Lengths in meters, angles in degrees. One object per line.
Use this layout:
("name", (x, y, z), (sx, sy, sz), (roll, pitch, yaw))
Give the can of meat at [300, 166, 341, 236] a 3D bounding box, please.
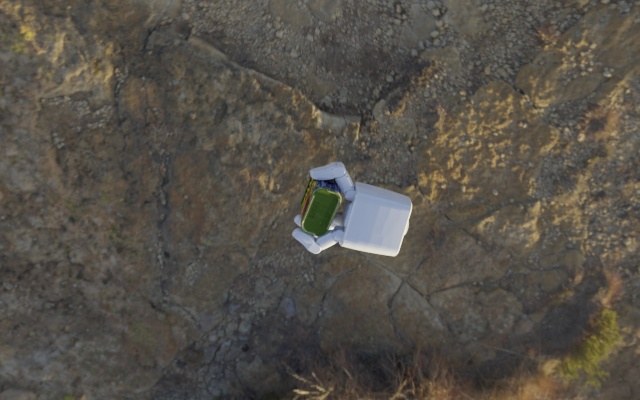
("can of meat", (0.000, 0.003, 0.861), (0.057, 0.102, 0.084), (17, 27, -10))
